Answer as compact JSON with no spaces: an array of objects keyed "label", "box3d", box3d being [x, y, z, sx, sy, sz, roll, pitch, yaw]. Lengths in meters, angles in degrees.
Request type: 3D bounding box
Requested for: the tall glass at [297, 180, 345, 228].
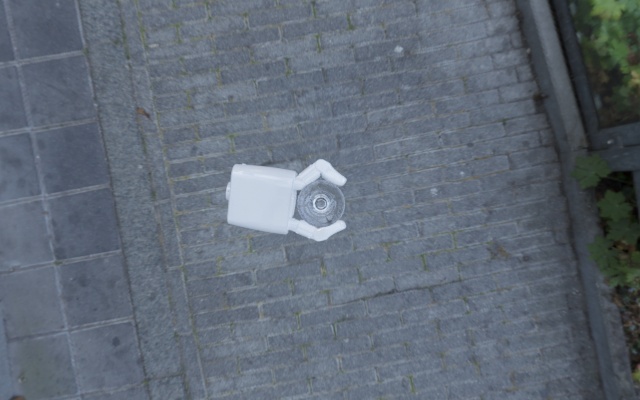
[{"label":"tall glass","box3d":[0.000,0.003,0.840,0.079,0.079,0.201,0,1,0]}]
